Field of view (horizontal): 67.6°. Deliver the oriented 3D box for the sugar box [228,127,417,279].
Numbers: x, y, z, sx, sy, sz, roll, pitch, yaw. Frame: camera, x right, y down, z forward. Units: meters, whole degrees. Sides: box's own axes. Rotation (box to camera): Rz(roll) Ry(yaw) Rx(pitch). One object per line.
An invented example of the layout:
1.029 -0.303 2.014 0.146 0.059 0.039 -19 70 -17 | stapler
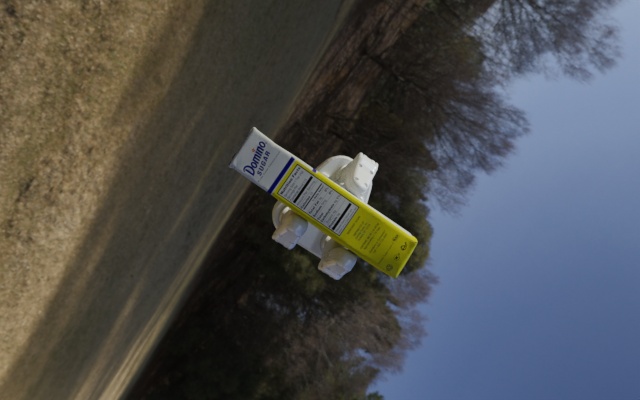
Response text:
0.000 0.002 0.449 0.176 0.048 0.093 32 -1 -6 | sugar box
